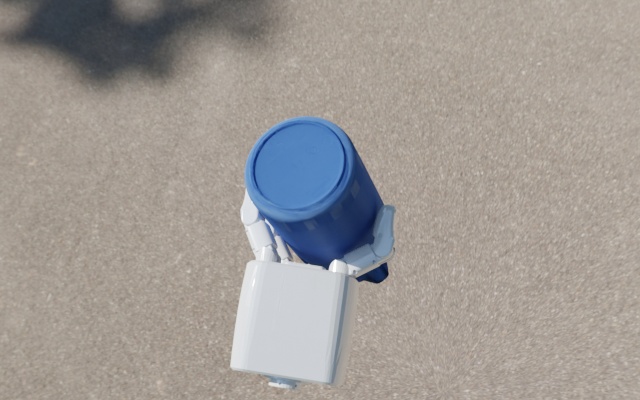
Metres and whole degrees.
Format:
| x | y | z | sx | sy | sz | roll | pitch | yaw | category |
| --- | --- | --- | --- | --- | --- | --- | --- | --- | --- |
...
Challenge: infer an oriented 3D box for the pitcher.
| x | y | z | sx | sy | sz | roll | pitch | yaw | category |
| --- | --- | --- | --- | --- | --- | --- | --- | --- | --- |
| 0.000 | 0.002 | 0.544 | 0.149 | 0.145 | 0.243 | 4 | -20 | 16 | pitcher |
